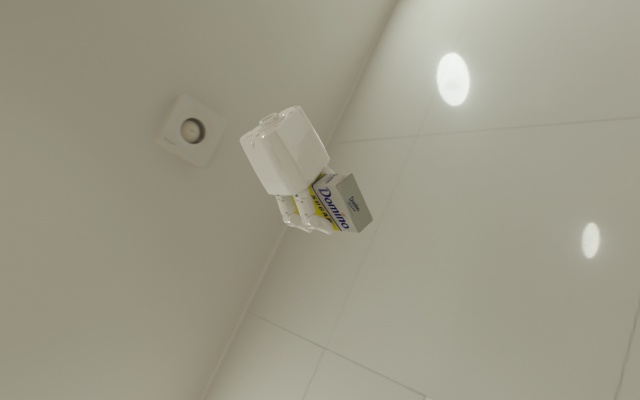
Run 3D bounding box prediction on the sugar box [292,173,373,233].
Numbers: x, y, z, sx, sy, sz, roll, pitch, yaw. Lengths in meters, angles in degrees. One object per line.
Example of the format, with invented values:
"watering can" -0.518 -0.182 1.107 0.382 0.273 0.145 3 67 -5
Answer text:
"sugar box" 0.000 0.003 0.817 0.048 0.093 0.176 -39 24 -29
